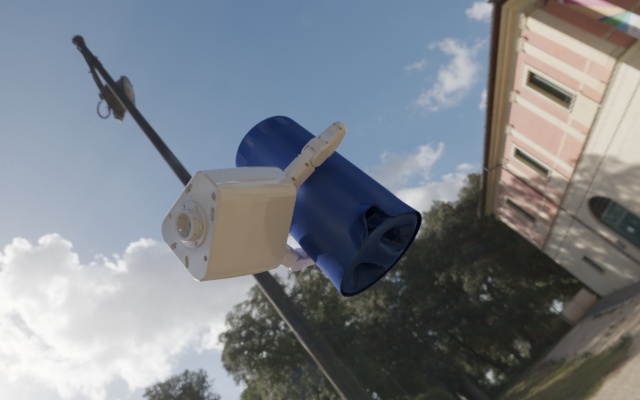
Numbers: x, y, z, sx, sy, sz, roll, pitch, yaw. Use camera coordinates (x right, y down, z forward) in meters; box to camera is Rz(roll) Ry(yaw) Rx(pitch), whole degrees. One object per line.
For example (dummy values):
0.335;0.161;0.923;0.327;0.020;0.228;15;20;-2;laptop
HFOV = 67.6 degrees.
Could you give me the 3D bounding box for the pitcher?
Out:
0.000;0.002;0.622;0.242;0.149;0.145;43;28;28;pitcher
